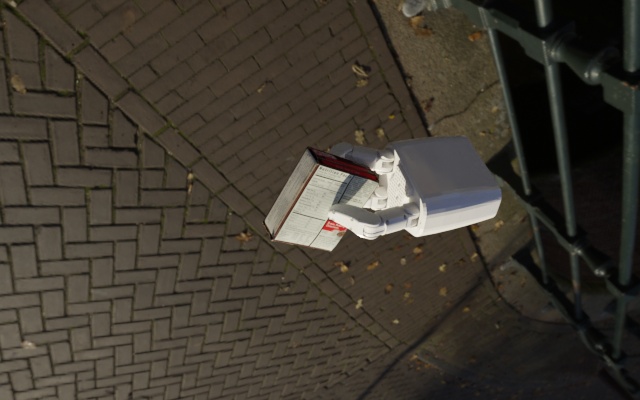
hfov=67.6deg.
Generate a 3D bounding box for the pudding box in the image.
[{"bbox_3d":[0.000,0.002,0.545,0.090,0.113,0.039,15,28,-35],"label":"pudding box"}]
